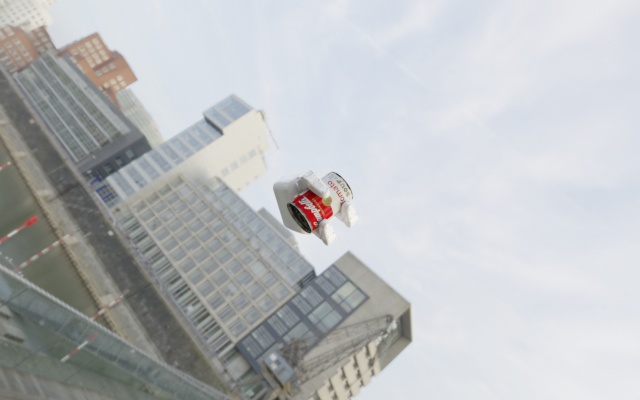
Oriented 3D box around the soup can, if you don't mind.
[{"bbox_3d":[0.000,0.003,0.857,0.102,0.068,0.068,-37,14,-19],"label":"soup can"}]
